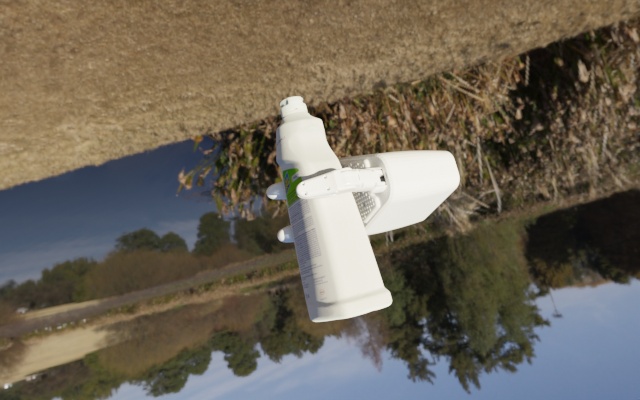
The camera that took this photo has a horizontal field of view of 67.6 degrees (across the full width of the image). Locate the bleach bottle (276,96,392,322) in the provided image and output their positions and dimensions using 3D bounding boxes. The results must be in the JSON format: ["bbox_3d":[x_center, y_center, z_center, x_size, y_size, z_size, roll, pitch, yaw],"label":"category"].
[{"bbox_3d":[0.000,0.002,0.529,0.068,0.250,0.102,-8,-11,-30],"label":"bleach bottle"}]
